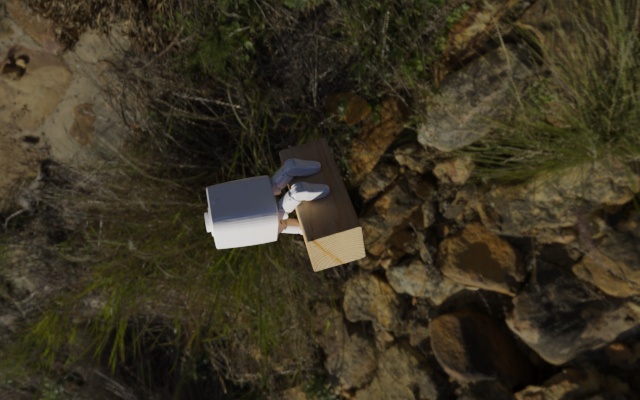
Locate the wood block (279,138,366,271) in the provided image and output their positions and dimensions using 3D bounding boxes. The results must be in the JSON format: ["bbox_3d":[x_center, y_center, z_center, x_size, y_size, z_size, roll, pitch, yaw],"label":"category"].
[{"bbox_3d":[0.000,0.003,0.813,0.090,0.206,0.091,-16,-39,-3],"label":"wood block"}]
